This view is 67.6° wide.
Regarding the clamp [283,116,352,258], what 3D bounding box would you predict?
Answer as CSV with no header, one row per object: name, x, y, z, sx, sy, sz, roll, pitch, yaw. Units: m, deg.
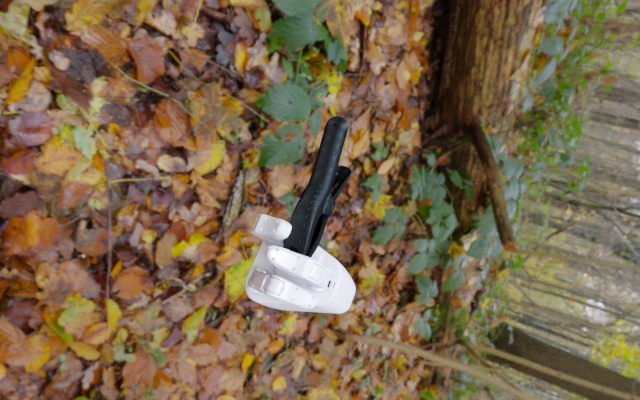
clamp,0.001,0.002,0.549,0.039,0.171,0.120,18,-15,20
